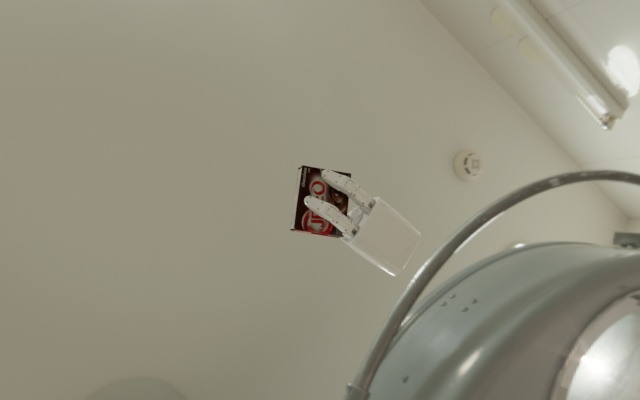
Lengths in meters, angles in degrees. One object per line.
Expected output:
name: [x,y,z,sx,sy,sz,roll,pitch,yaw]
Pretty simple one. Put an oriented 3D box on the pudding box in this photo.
pudding box: [0.000,0.003,0.818,0.090,0.113,0.039,9,-9,-17]
